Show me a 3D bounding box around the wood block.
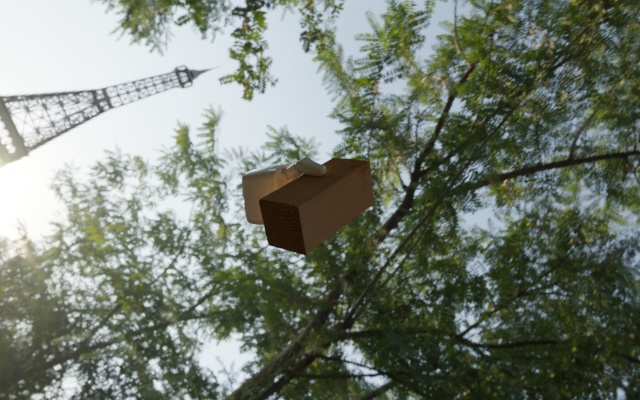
[{"bbox_3d":[0.000,0.002,0.847,0.090,0.091,0.206,10,30,38],"label":"wood block"}]
